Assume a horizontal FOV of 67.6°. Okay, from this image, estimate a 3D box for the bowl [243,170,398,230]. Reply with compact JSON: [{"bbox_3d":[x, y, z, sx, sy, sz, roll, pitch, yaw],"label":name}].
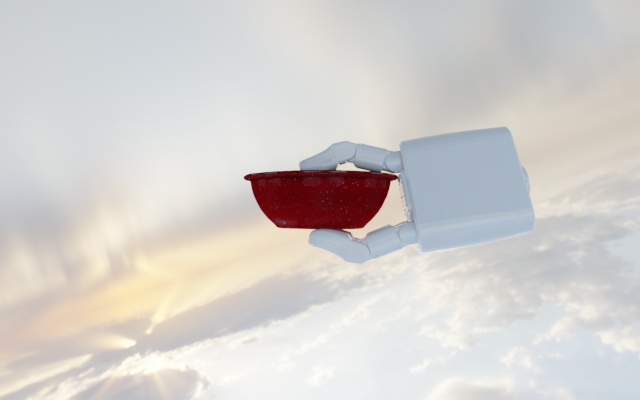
[{"bbox_3d":[-0.001,0.002,0.502,0.162,0.055,0.162,0,-2,0],"label":"bowl"}]
